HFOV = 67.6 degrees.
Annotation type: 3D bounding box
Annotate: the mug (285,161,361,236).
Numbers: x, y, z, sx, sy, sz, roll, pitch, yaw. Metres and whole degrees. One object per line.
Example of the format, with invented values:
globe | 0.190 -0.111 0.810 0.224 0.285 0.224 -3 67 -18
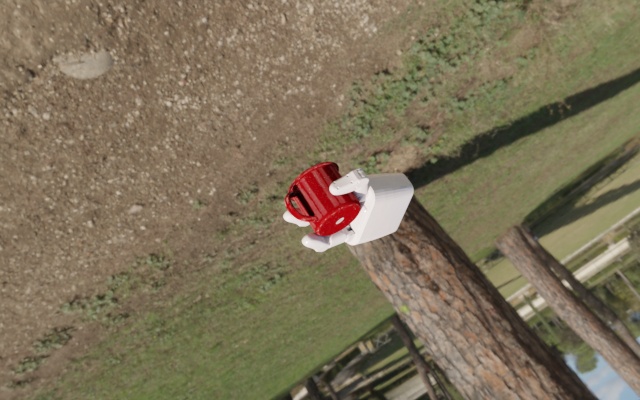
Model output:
mug | -0.001 0.003 0.729 0.117 0.081 0.093 -11 -33 -40
